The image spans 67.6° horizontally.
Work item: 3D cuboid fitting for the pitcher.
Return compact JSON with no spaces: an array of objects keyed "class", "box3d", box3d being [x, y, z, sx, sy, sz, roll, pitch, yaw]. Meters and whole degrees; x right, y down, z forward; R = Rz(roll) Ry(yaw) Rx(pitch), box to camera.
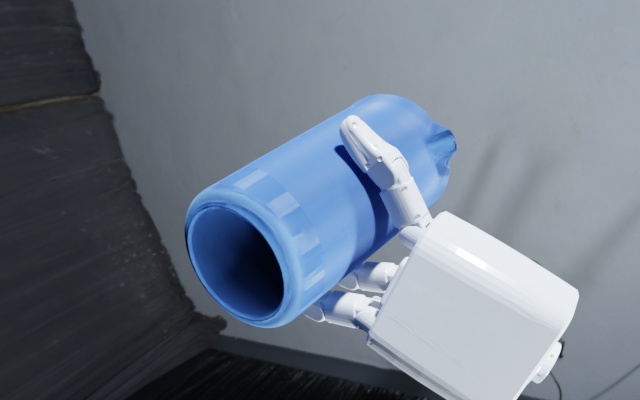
[{"class":"pitcher","box3d":[0.000,0.001,0.416,0.145,0.149,0.242,33,37,19]}]
